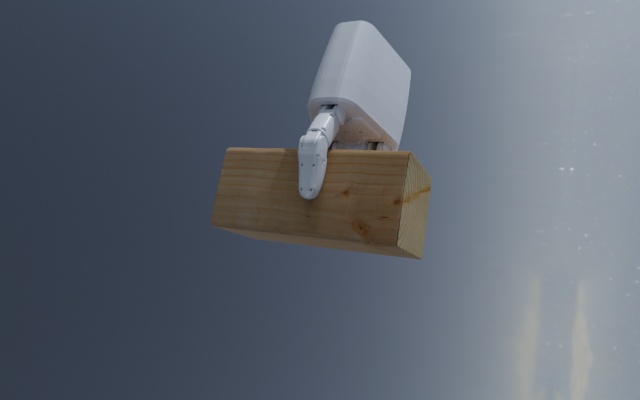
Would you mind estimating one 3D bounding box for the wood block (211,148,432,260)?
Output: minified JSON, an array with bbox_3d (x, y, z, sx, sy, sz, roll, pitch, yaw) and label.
[{"bbox_3d":[0.000,0.001,0.503,0.206,0.090,0.091,4,-13,27],"label":"wood block"}]
